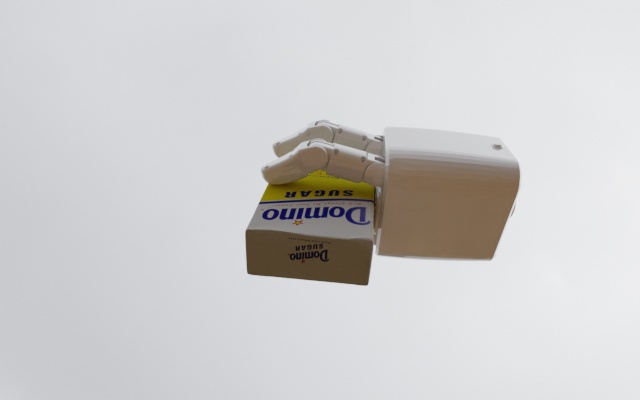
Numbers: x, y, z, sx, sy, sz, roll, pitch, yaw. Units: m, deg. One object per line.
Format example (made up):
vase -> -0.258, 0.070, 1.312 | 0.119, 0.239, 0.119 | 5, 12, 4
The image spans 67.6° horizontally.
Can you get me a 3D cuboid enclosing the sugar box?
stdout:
sugar box -> 0.000, 0.001, 0.415 | 0.093, 0.048, 0.176 | 5, 25, 4
